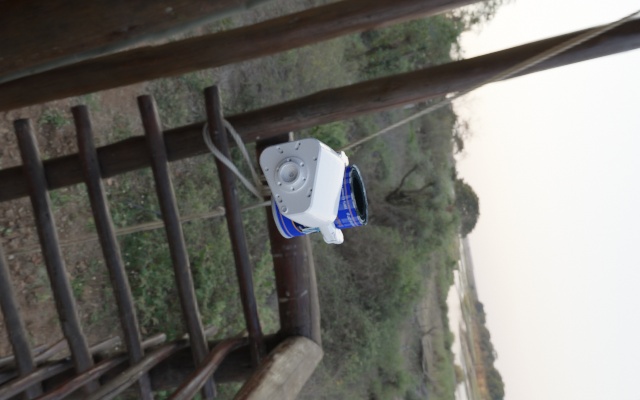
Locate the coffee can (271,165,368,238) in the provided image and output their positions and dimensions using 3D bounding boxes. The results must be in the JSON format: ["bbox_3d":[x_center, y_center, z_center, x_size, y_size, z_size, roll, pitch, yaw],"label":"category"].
[{"bbox_3d":[0.000,0.003,0.812,0.140,0.103,0.103,-11,-3,16],"label":"coffee can"}]
